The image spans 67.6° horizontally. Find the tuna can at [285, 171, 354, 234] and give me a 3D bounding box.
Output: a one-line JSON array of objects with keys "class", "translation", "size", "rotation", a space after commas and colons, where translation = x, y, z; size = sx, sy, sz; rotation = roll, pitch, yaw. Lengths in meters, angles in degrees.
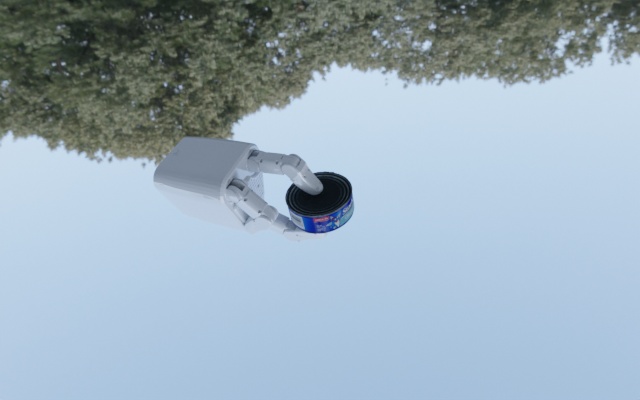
[{"class": "tuna can", "translation": [0.000, 0.002, 0.610], "size": [0.086, 0.034, 0.086], "rotation": [-7, 41, 6]}]
